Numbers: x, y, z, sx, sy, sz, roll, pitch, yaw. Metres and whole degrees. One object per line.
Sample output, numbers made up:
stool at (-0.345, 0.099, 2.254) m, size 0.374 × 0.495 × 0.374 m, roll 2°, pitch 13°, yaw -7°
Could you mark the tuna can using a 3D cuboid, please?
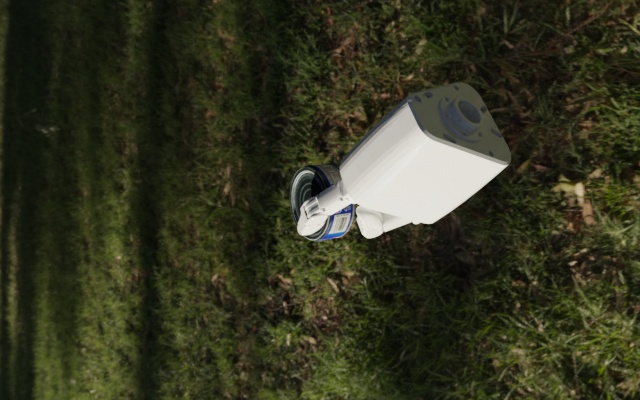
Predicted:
tuna can at (0.000, 0.002, 0.536) m, size 0.034 × 0.086 × 0.086 m, roll -7°, pitch 4°, yaw -33°
